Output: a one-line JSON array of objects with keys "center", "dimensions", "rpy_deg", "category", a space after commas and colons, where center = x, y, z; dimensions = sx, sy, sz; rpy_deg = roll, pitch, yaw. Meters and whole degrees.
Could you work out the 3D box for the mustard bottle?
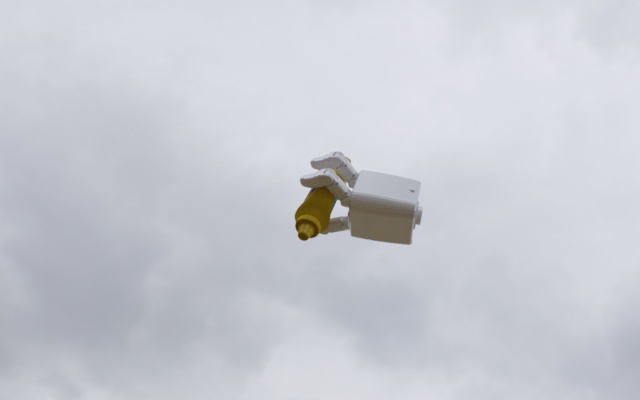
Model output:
[{"center": [0.000, 0.002, 0.817], "dimensions": [0.058, 0.096, 0.191], "rpy_deg": [29, 40, -2], "category": "mustard bottle"}]
